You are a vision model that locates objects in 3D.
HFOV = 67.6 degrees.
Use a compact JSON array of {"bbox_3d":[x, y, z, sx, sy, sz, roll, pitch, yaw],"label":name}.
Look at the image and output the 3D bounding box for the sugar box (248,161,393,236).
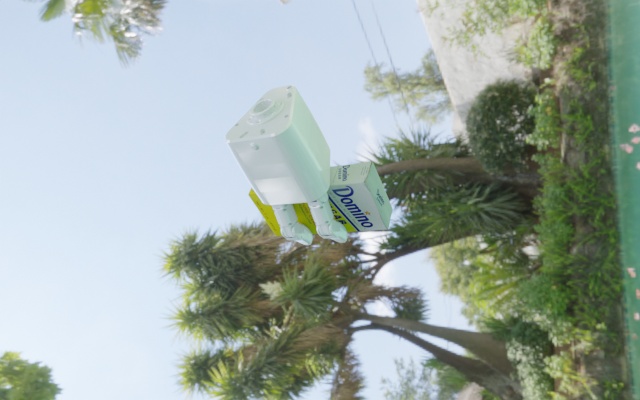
[{"bbox_3d":[0.000,0.002,0.653,0.176,0.048,0.093,-4,-45,29],"label":"sugar box"}]
